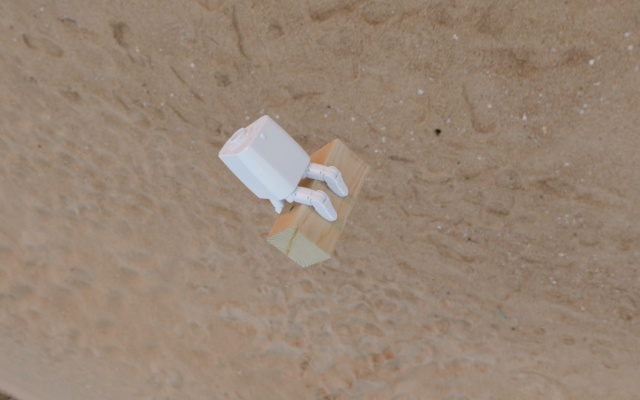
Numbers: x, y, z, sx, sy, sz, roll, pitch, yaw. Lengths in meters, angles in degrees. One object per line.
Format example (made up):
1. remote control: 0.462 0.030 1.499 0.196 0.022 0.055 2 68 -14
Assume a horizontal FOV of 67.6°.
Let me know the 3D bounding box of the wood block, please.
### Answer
1. wood block: 0.000 0.003 0.850 0.090 0.206 0.091 39 -35 -18
